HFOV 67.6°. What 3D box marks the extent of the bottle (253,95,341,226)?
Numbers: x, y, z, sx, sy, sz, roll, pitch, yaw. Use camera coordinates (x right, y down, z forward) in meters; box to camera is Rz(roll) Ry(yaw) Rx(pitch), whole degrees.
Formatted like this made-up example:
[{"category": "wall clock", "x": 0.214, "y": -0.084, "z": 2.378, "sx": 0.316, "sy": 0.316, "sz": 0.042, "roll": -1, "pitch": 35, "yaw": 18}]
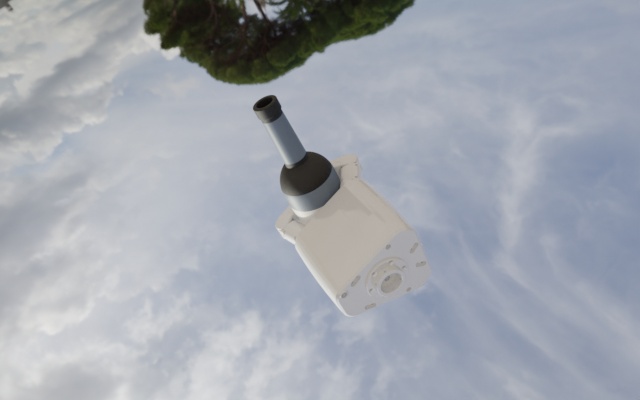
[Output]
[{"category": "bottle", "x": 0.000, "y": 0.002, "z": 0.576, "sx": 0.069, "sy": 0.069, "sz": 0.296, "roll": 0, "pitch": -44, "yaw": 33}]
